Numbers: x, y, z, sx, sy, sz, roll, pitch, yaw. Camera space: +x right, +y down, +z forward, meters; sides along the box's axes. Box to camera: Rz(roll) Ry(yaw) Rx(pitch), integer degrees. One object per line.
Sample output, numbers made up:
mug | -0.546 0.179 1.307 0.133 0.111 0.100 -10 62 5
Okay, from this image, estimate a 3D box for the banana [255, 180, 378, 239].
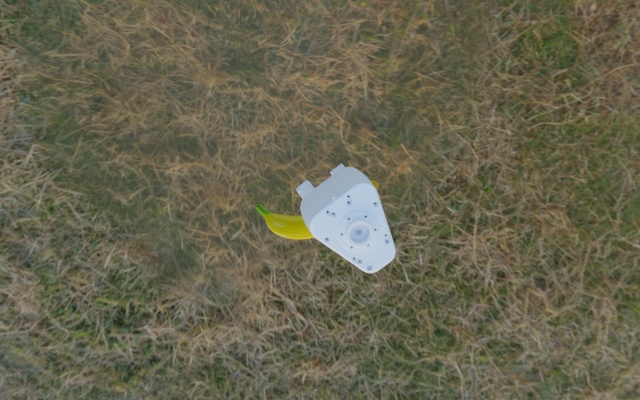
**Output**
banana | 0.000 0.021 0.753 0.198 0.069 0.037 -12 11 -2
